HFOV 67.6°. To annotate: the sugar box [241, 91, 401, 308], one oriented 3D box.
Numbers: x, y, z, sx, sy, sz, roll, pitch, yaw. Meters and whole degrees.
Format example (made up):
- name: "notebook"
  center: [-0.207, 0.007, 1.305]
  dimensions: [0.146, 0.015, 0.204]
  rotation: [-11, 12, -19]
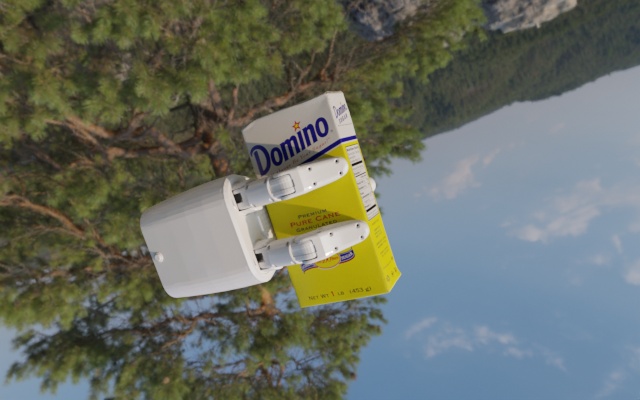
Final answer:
- name: "sugar box"
  center: [0.000, 0.002, 0.428]
  dimensions: [0.093, 0.176, 0.048]
  rotation: [-16, 8, 26]
